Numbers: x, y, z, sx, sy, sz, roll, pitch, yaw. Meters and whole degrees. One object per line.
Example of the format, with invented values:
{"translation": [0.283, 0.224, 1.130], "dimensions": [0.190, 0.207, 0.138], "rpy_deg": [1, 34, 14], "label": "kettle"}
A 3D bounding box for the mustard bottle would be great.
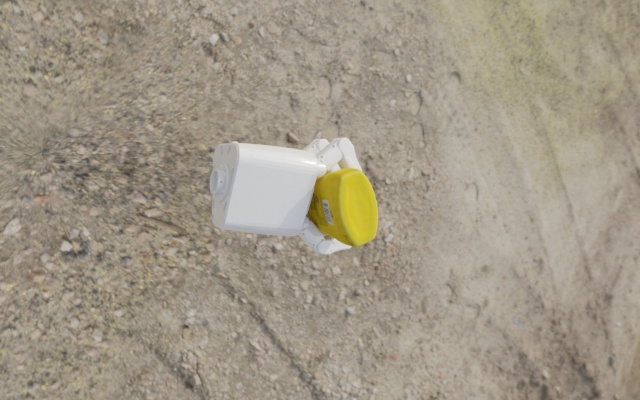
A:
{"translation": [0.001, 0.002, 0.663], "dimensions": [0.058, 0.096, 0.191], "rpy_deg": [-21, 15, -27], "label": "mustard bottle"}
